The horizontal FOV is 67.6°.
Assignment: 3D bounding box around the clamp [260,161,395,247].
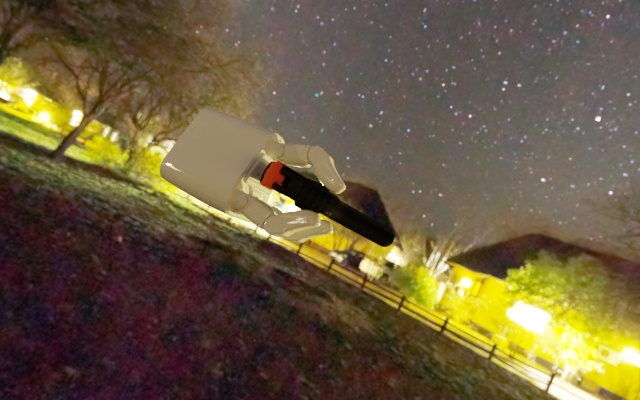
[{"bbox_3d":[0.000,0.001,0.549,0.164,0.036,0.210,26,-2,19],"label":"clamp"}]
